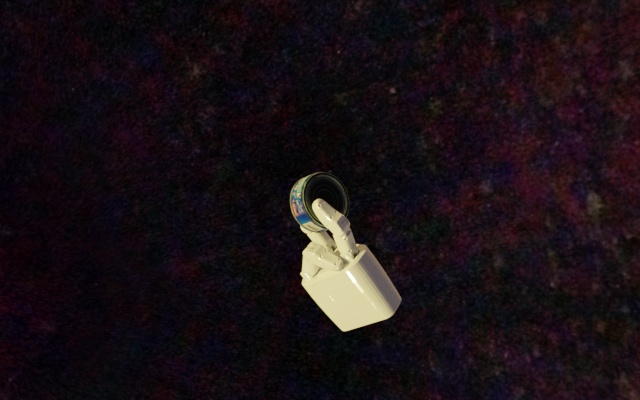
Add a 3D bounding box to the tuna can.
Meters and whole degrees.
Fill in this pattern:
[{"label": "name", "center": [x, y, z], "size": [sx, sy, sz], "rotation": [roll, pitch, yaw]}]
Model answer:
[{"label": "tuna can", "center": [0.000, 0.002, 0.696], "size": [0.086, 0.086, 0.034], "rotation": [0, -13, -36]}]
